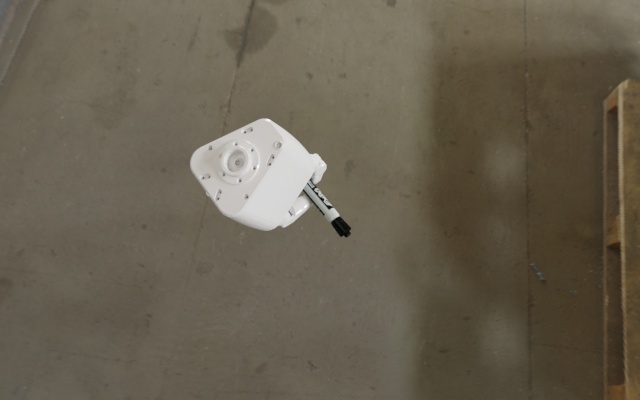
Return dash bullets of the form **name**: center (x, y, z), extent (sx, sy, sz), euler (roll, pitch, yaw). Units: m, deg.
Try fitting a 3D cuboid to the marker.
- **marker**: center (0.000, 0.002, 0.649), extent (0.020, 0.121, 0.020), euler (-36, -16, -12)
